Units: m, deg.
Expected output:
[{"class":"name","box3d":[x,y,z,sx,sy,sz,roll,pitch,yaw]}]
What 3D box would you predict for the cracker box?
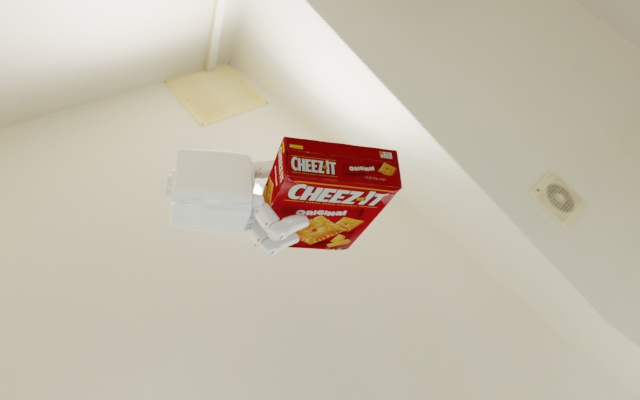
[{"class":"cracker box","box3d":[0.000,0.002,0.710,0.164,0.072,0.214,4,-29,-18]}]
